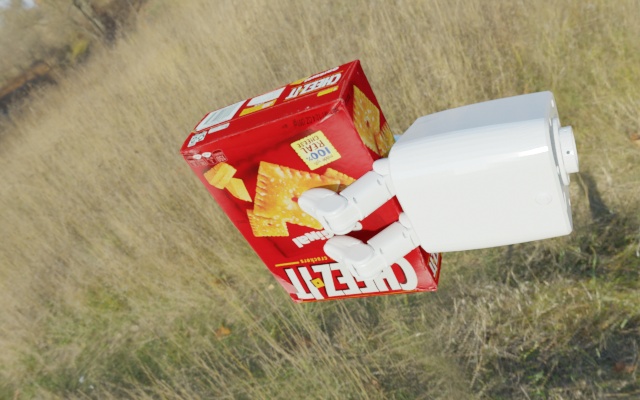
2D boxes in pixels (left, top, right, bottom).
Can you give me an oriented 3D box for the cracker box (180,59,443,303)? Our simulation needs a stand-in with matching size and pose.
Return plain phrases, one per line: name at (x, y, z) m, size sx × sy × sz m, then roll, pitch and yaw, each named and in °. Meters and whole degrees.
cracker box at (0.000, 0.001, 0.439) m, size 0.164 × 0.214 × 0.072 m, roll -11°, pitch 36°, yaw 29°
